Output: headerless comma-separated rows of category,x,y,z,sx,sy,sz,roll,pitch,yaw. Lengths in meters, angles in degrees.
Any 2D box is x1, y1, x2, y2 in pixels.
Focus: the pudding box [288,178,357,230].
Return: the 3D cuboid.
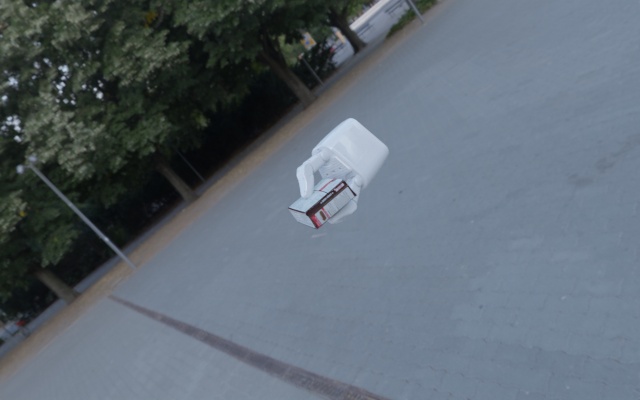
pudding box,0.000,0.003,0.818,0.090,0.039,0.113,-41,13,-11
